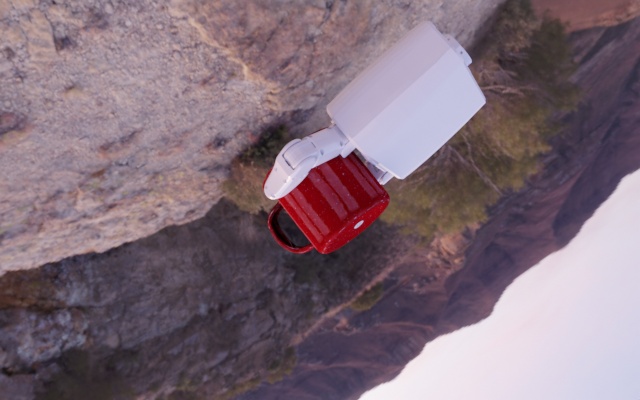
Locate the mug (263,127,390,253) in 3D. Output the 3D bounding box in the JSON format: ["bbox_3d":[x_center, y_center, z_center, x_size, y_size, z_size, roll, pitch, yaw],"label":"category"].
[{"bbox_3d":[-0.001,0.003,0.438,0.117,0.081,0.093,-43,-15,17],"label":"mug"}]
